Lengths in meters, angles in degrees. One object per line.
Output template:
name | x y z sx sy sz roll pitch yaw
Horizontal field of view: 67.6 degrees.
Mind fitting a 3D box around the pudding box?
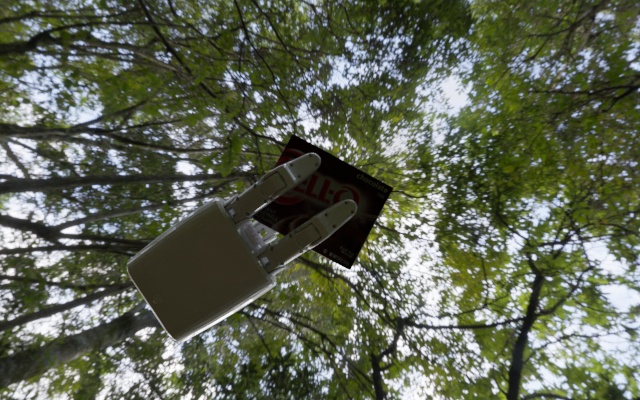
pudding box | 0.000 0.002 0.467 0.113 0.090 0.039 28 -2 -1
